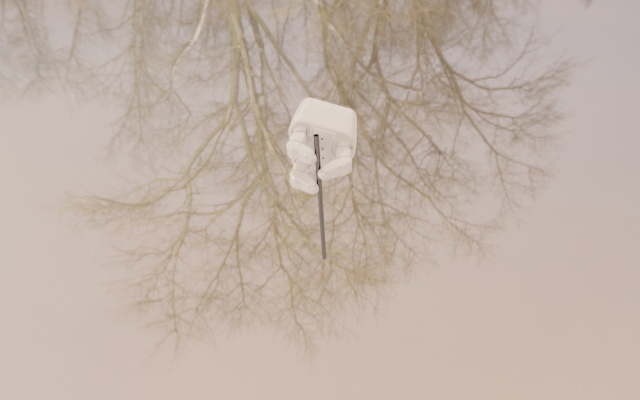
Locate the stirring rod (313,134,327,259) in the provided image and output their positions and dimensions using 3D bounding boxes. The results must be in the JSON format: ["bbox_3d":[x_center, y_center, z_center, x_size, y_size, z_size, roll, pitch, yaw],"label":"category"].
[{"bbox_3d":[0.000,0.002,0.769,0.011,0.240,0.011,-3,35,2],"label":"stirring rod"}]
